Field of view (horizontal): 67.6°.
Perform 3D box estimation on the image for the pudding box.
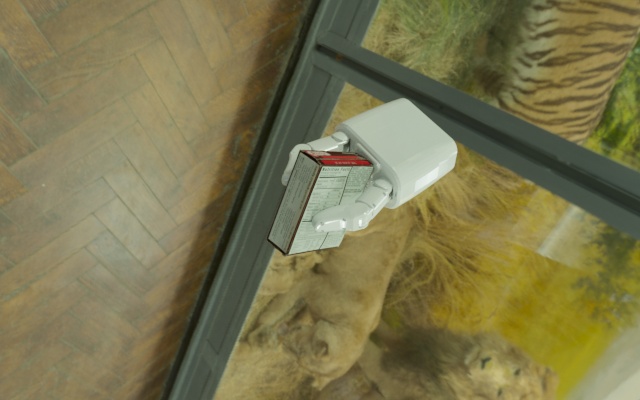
[{"bbox_3d":[0.000,0.002,0.519,0.090,0.113,0.039,-3,31,-47],"label":"pudding box"}]
